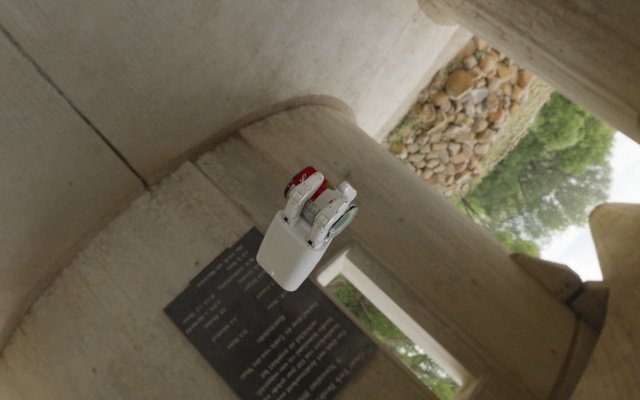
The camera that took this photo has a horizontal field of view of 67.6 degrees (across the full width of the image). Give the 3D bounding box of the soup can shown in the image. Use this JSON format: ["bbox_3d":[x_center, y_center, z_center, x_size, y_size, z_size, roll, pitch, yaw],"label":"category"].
[{"bbox_3d":[0.001,0.002,0.761,0.102,0.068,0.068,43,15,16],"label":"soup can"}]
